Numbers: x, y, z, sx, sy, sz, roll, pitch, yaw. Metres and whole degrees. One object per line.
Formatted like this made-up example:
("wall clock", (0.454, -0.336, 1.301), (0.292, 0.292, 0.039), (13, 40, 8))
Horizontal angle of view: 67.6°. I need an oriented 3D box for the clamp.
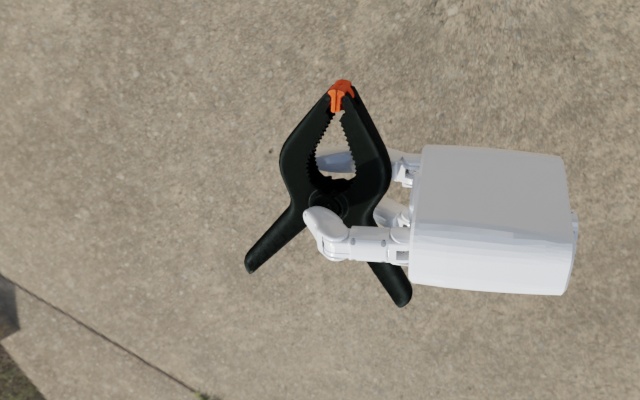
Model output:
("clamp", (0.000, 0.001, 0.415), (0.164, 0.210, 0.036), (4, 31, 14))
